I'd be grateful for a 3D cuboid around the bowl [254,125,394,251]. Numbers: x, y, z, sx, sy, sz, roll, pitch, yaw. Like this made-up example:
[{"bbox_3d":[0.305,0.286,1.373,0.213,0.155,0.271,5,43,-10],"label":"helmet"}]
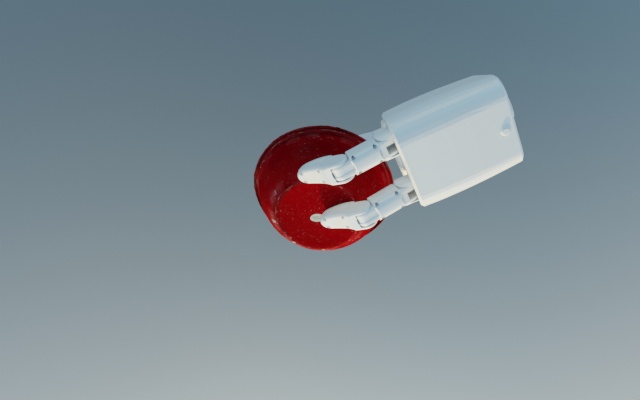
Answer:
[{"bbox_3d":[-0.001,0.003,0.527,0.162,0.162,0.055,0,34,8],"label":"bowl"}]
